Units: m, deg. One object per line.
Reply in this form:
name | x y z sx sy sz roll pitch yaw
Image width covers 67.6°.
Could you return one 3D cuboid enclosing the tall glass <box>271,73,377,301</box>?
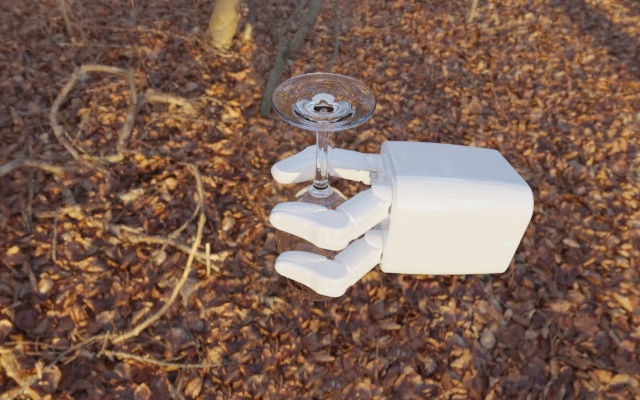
tall glass | 0.000 0.001 0.403 0.079 0.201 0.079 1 43 -1
